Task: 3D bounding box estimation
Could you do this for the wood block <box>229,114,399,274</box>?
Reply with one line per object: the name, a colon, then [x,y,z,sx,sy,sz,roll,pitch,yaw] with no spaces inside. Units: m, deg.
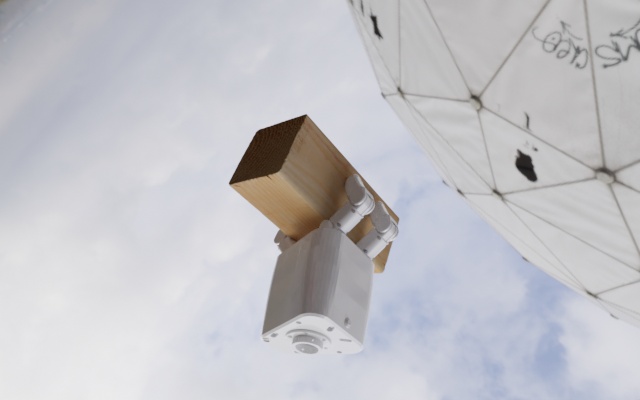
wood block: [0.000,0.002,0.597,0.091,0.090,0.206,-9,-43,41]
